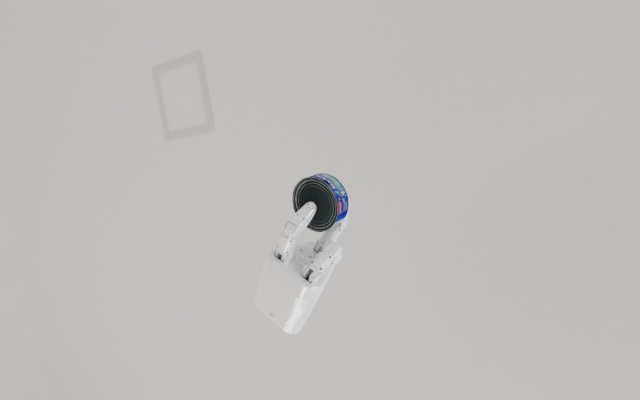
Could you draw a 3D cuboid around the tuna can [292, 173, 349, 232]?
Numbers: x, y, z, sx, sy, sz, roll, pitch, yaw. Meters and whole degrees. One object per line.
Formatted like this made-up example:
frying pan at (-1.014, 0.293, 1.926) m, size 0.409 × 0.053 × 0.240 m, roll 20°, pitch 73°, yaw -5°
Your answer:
tuna can at (0.000, 0.002, 0.725) m, size 0.086 × 0.086 × 0.033 m, roll 0°, pitch 15°, yaw 38°
